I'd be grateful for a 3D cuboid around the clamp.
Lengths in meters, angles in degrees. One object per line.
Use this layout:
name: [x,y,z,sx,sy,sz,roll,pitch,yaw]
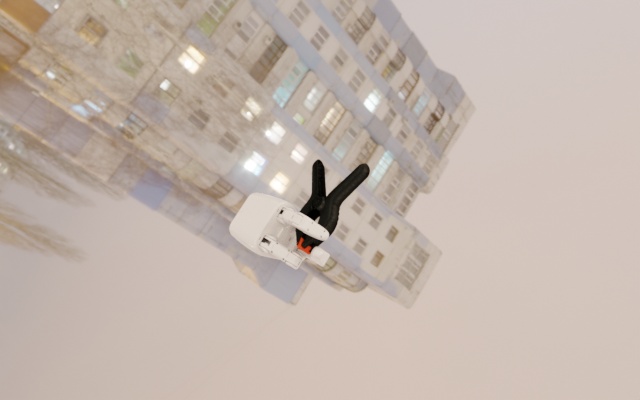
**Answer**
clamp: [0.000,0.003,0.791,0.039,0.171,0.120,39,-12,-36]
